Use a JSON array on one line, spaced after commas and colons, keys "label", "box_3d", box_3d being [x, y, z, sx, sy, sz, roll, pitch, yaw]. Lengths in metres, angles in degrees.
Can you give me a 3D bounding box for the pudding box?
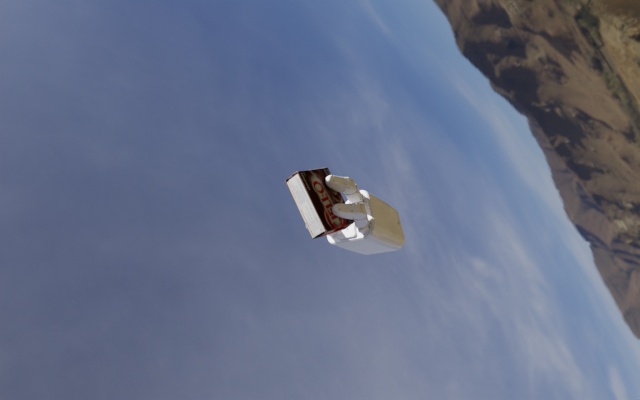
[{"label": "pudding box", "box_3d": [0.000, 0.003, 0.811, 0.039, 0.113, 0.090, -34, -12, 32]}]
